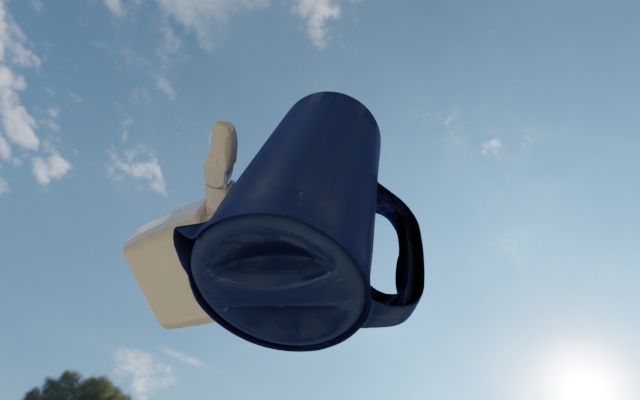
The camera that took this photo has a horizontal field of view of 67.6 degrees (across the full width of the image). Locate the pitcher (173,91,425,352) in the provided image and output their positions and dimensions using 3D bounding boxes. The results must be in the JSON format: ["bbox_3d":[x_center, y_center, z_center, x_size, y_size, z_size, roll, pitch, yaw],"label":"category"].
[{"bbox_3d":[0.000,0.001,0.422,0.145,0.149,0.242,-21,27,26],"label":"pitcher"}]
